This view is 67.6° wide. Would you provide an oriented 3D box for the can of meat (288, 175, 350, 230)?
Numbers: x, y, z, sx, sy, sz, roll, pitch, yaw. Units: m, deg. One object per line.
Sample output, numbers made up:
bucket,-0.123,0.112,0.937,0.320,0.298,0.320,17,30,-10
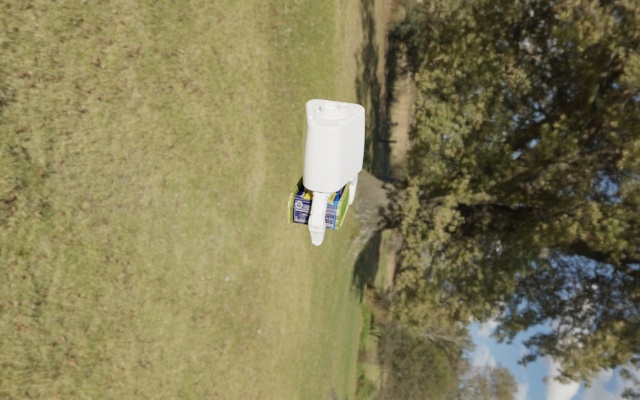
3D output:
can of meat,0.000,0.003,0.793,0.084,0.057,0.102,9,30,10
